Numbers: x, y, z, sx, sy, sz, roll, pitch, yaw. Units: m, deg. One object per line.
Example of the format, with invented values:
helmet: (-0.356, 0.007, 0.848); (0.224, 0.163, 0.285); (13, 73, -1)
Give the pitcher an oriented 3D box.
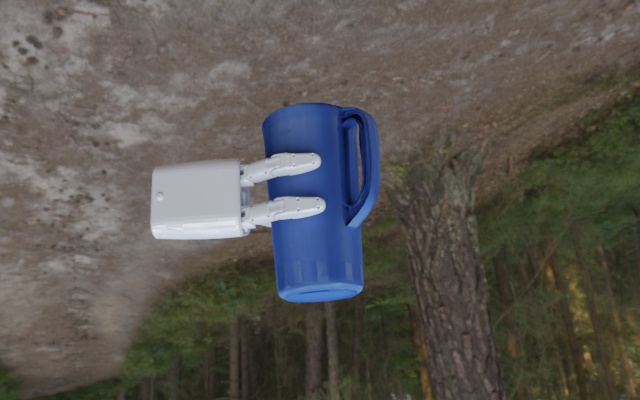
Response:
pitcher: (0.000, 0.002, 0.622); (0.145, 0.242, 0.149); (-3, -19, -5)
